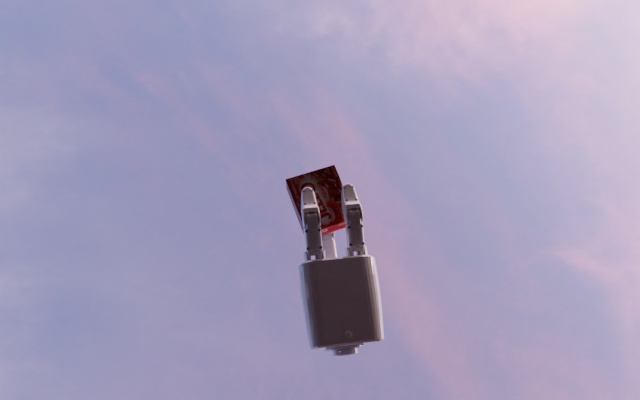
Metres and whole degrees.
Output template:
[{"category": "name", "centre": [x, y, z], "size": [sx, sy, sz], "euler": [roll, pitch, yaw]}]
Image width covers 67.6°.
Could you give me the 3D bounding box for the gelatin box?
[{"category": "gelatin box", "centre": [0.000, 0.002, 0.657], "size": [0.073, 0.089, 0.030], "euler": [-17, -24, -10]}]
